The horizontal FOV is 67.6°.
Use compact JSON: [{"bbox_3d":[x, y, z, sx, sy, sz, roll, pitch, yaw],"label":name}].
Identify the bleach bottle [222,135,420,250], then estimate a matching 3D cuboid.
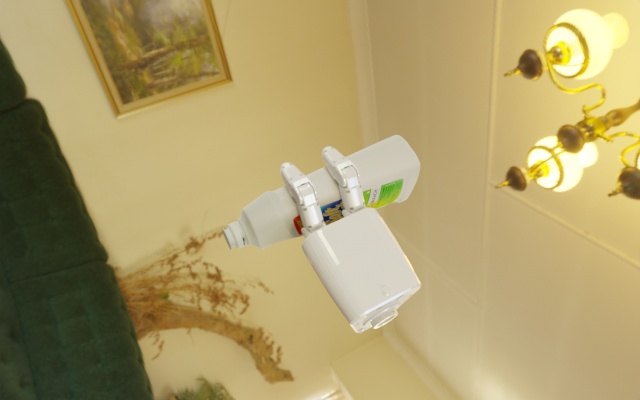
[{"bbox_3d":[0.000,0.002,0.597,0.251,0.068,0.103,-23,-25,-18],"label":"bleach bottle"}]
